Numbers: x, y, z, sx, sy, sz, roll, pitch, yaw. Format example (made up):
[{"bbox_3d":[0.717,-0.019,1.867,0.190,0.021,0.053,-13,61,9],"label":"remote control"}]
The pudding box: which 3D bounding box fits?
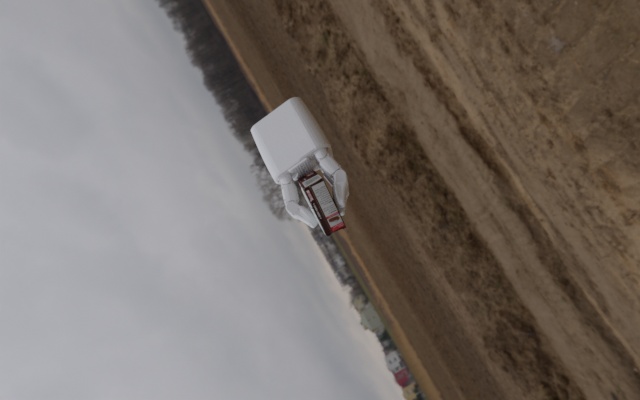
[{"bbox_3d":[0.000,0.003,0.788,0.039,0.090,0.113,-27,12,-1],"label":"pudding box"}]
